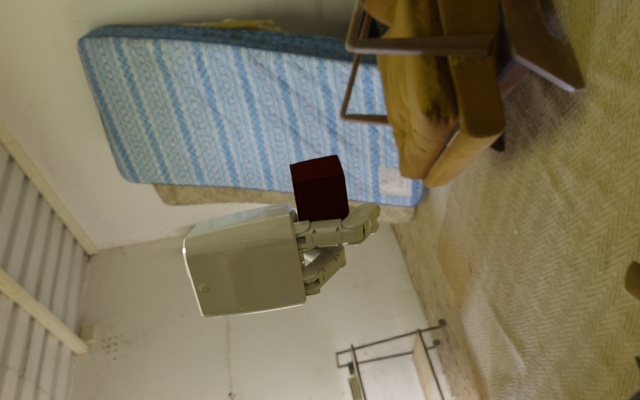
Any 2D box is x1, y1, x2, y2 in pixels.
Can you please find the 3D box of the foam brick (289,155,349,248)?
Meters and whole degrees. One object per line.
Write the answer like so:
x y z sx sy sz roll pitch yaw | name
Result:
0.000 0.001 0.485 0.051 0.078 0.053 -9 26 -2 | foam brick
